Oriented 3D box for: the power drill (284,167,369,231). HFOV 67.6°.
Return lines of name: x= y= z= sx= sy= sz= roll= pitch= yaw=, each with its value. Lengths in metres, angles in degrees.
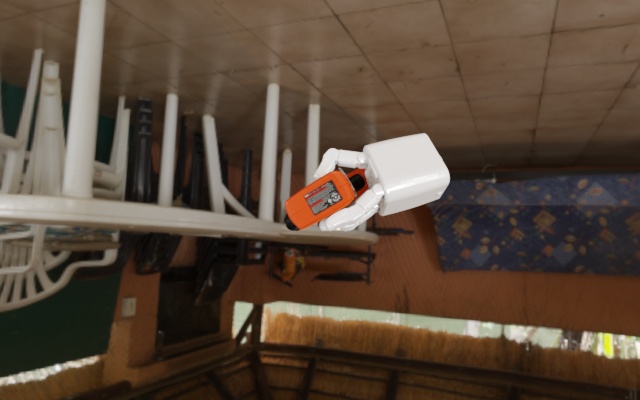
power drill: x=0.000 y=0.003 z=0.804 sx=0.184 sy=0.057 sz=0.187 roll=-33 pitch=-2 yaw=10
